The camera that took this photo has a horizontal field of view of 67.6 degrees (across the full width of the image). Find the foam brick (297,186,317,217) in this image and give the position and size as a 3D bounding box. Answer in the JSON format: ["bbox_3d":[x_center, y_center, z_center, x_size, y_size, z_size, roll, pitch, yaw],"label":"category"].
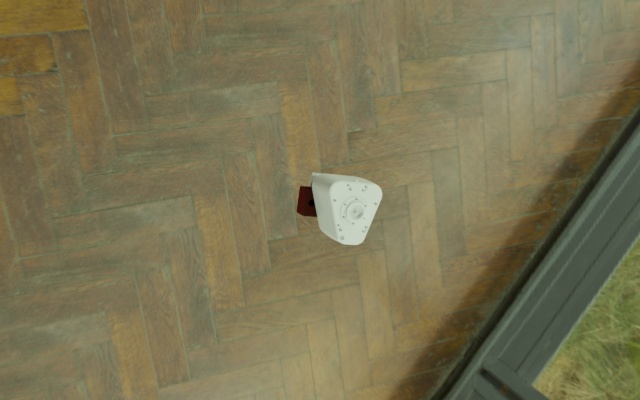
[{"bbox_3d":[0.000,0.003,0.895,0.078,0.053,0.051,4,6,-15],"label":"foam brick"}]
